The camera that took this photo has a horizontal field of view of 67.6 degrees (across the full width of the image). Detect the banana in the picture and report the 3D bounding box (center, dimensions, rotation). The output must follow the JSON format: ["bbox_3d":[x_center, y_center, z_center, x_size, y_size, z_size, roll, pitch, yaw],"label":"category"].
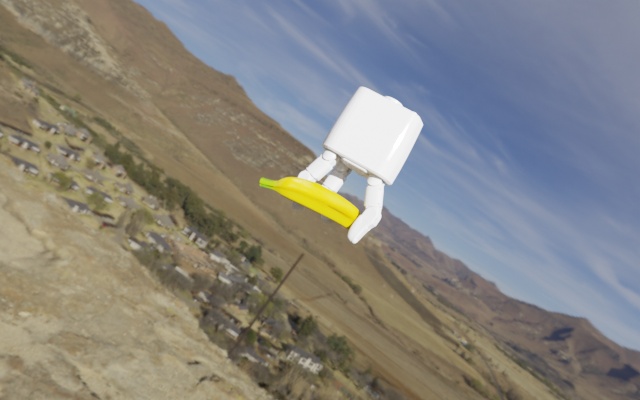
[{"bbox_3d":[0.009,0.005,0.679,0.198,0.037,0.069,28,-5,-39],"label":"banana"}]
